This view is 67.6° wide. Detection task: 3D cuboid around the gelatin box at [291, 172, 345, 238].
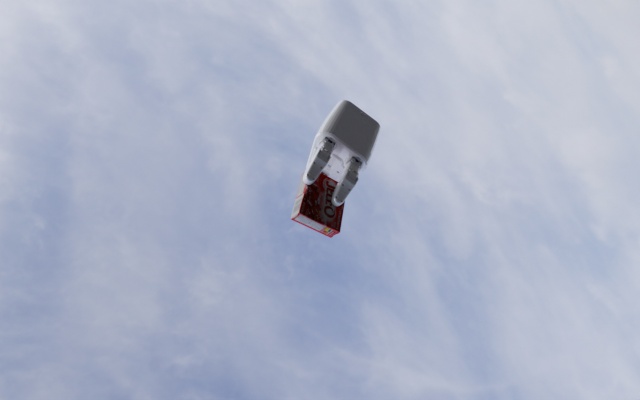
[{"bbox_3d":[0.000,0.003,0.731,0.073,0.089,0.030,27,-36,-21],"label":"gelatin box"}]
